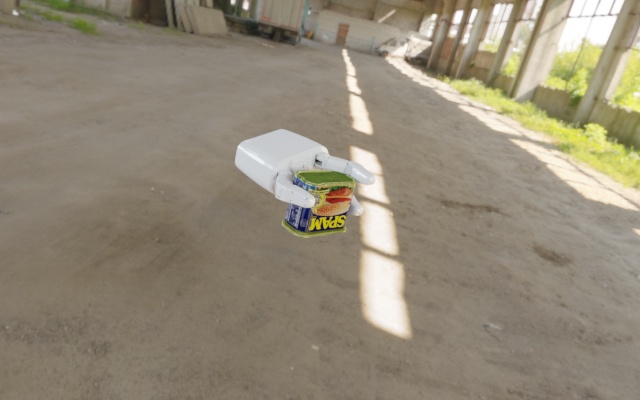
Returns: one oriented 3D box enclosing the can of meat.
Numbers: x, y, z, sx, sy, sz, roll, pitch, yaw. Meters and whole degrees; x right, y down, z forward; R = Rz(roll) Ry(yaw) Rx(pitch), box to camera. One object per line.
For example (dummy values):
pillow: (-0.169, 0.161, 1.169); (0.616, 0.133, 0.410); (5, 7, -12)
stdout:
can of meat: (0.000, 0.002, 0.712); (0.102, 0.084, 0.057); (-4, 26, -40)
